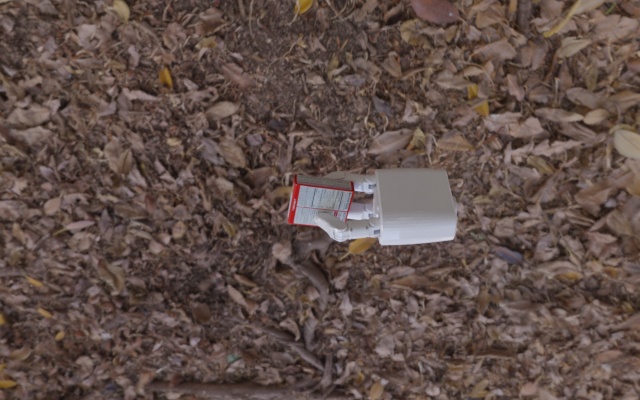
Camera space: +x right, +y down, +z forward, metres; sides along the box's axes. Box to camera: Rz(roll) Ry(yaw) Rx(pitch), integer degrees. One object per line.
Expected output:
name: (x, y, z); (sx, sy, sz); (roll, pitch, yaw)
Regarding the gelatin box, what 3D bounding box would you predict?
gelatin box: (0.000, 0.003, 0.707); (0.089, 0.073, 0.030); (6, 36, -9)
